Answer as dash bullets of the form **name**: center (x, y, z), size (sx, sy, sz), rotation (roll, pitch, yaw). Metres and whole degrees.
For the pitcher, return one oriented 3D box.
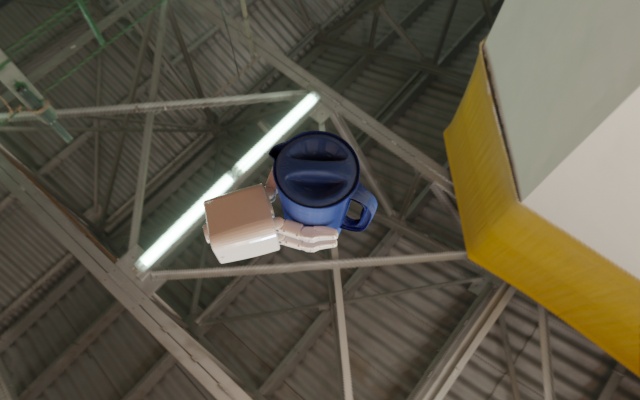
- **pitcher**: center (0.000, 0.003, 0.823), size (0.145, 0.149, 0.243), rotation (-15, -23, -8)
